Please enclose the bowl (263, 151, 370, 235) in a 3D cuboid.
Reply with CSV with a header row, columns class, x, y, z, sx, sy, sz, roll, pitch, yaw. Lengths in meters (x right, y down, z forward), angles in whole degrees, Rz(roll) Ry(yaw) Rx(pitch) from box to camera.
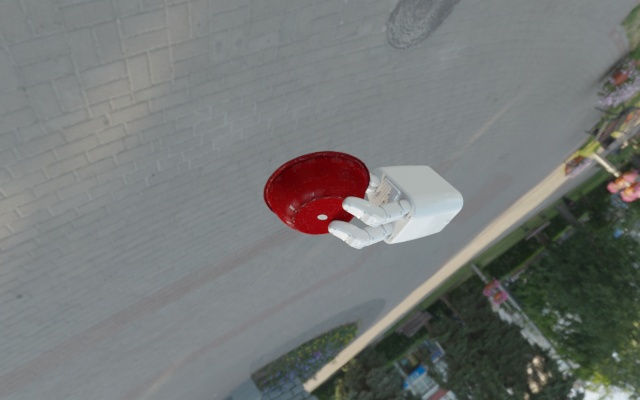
class,x,y,z,sx,sy,sz,roll,pitch,yaw
bowl,-0.001,0.003,0.695,0.162,0.055,0.162,-9,-36,-6
